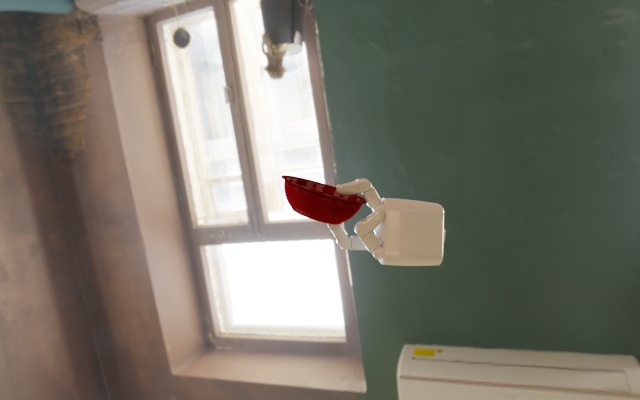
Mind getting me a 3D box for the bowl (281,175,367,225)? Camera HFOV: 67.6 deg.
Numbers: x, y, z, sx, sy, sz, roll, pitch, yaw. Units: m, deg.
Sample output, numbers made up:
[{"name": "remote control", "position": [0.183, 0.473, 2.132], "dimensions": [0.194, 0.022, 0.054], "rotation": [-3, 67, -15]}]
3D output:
[{"name": "bowl", "position": [-0.001, 0.003, 0.855], "dimensions": [0.162, 0.055, 0.162], "rotation": [17, 7, -2]}]
